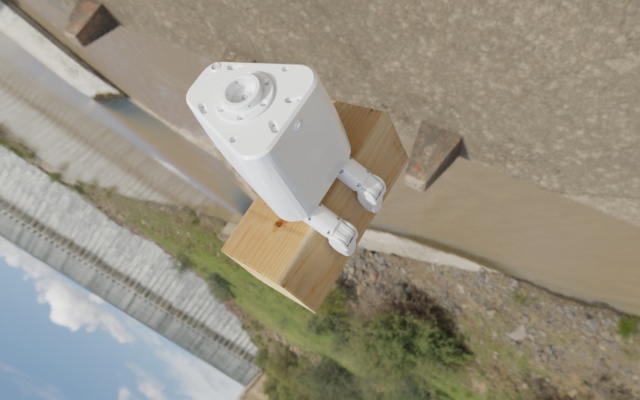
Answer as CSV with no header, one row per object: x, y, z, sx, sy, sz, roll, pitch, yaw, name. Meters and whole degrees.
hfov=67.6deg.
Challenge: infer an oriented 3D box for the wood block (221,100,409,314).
0.000,0.002,0.523,0.091,0.206,0.090,22,-18,37,wood block
